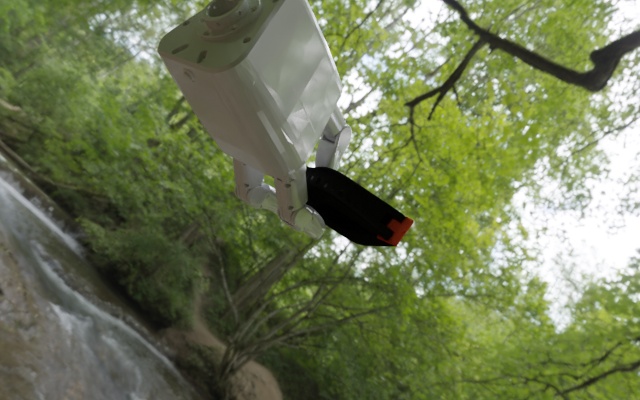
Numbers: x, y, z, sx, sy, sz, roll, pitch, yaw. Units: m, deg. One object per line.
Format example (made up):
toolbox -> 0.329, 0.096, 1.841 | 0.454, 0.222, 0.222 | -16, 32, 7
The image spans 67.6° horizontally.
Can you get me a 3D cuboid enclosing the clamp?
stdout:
clamp -> 0.001, 0.001, 0.468 | 0.210, 0.036, 0.165 | 26, -20, 36
